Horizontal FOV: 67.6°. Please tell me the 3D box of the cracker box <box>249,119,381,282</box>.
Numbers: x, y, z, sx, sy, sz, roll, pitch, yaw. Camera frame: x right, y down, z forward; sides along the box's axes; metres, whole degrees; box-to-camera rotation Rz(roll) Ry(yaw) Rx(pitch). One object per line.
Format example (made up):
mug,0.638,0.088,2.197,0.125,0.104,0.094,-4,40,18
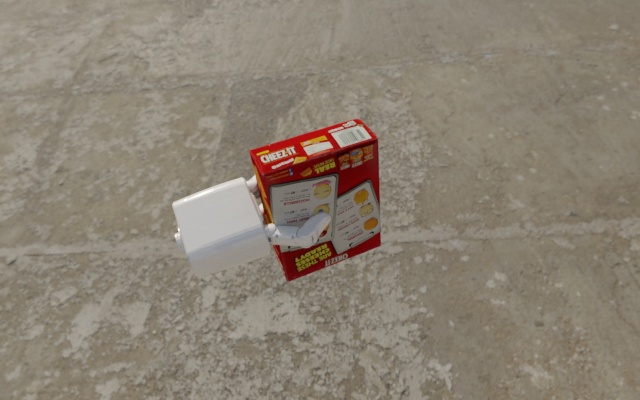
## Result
cracker box,0.000,0.002,0.700,0.164,0.214,0.072,-19,43,-12
